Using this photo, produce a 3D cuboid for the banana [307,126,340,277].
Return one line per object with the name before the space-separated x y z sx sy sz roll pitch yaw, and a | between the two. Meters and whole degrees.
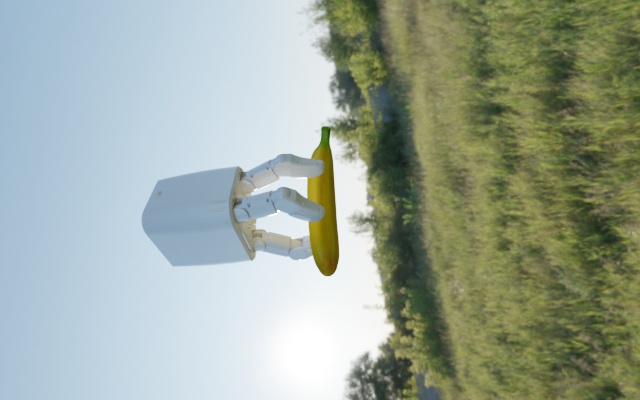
banana | 0.001 0.008 0.585 0.037 0.197 0.070 -4 -28 3
